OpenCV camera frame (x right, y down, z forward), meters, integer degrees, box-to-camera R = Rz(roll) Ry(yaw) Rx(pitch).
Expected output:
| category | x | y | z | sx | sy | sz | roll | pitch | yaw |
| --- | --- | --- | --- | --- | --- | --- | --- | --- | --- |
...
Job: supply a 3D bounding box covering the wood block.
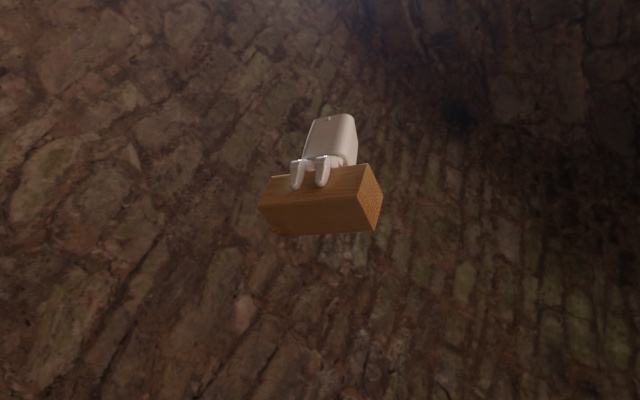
| category | x | y | z | sx | sy | sz | roll | pitch | yaw |
| --- | --- | --- | --- | --- | --- | --- | --- | --- | --- |
| wood block | 0.000 | 0.003 | 0.895 | 0.206 | 0.090 | 0.091 | -6 | -46 | 29 |
